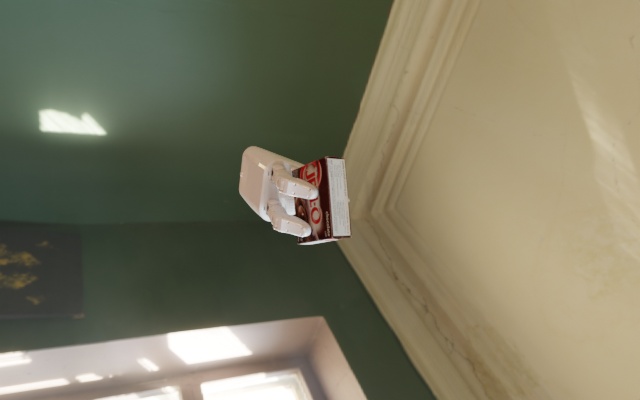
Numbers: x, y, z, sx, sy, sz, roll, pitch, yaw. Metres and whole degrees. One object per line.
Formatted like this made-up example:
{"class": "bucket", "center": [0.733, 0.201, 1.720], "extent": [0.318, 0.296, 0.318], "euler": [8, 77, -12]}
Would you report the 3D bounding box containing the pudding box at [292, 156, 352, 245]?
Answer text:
{"class": "pudding box", "center": [0.000, 0.002, 0.669], "extent": [0.039, 0.113, 0.090], "euler": [-2, -8, -33]}
